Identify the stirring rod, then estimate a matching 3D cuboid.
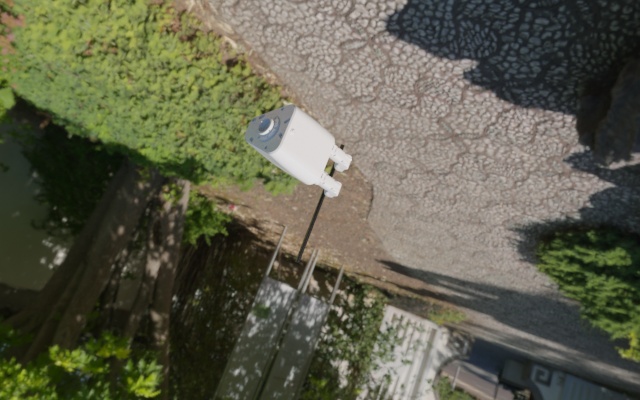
[{"bbox_3d":[0.000,0.003,0.887,0.011,0.239,0.011,20,-14,5],"label":"stirring rod"}]
